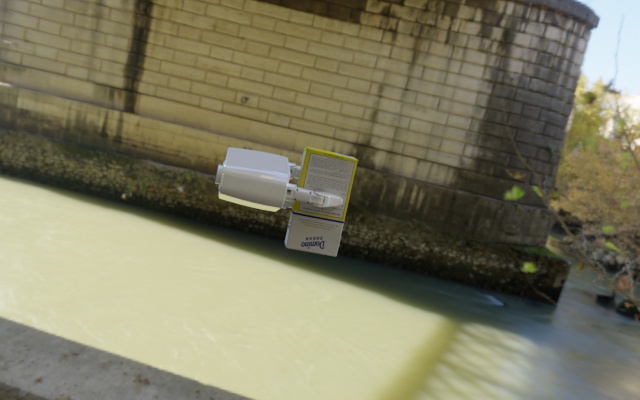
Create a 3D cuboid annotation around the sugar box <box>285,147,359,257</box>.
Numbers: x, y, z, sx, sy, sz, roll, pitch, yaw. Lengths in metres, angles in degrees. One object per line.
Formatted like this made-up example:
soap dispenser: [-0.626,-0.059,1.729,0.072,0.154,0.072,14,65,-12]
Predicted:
sugar box: [0.000,0.002,0.832,0.093,0.176,0.048,12,10,-10]
